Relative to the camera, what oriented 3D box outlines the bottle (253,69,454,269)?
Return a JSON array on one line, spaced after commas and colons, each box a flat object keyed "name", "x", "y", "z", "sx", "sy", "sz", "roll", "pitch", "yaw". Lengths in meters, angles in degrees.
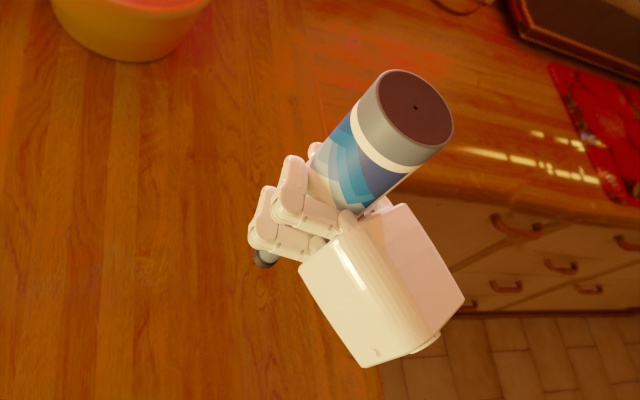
[{"name": "bottle", "x": 0.000, "y": 0.001, "z": 0.442, "sx": 0.069, "sy": 0.069, "sz": 0.296, "roll": 0, "pitch": -26, "yaw": -30}]
